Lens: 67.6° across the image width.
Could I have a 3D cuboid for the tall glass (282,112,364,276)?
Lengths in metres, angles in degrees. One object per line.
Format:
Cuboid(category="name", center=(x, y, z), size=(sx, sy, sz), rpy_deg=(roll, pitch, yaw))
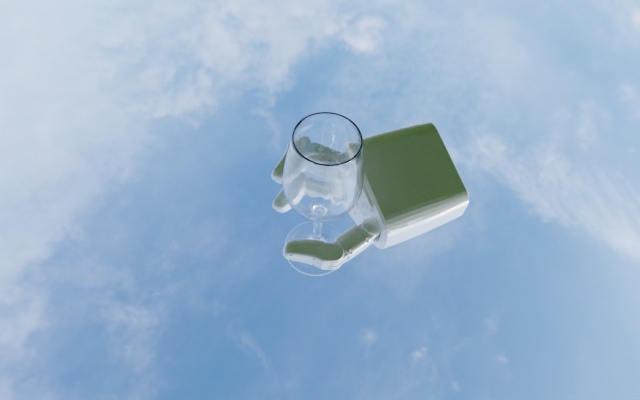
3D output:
Cuboid(category="tall glass", center=(0.000, 0.002, 0.490), size=(0.079, 0.079, 0.201), rpy_deg=(0, -34, -4))
